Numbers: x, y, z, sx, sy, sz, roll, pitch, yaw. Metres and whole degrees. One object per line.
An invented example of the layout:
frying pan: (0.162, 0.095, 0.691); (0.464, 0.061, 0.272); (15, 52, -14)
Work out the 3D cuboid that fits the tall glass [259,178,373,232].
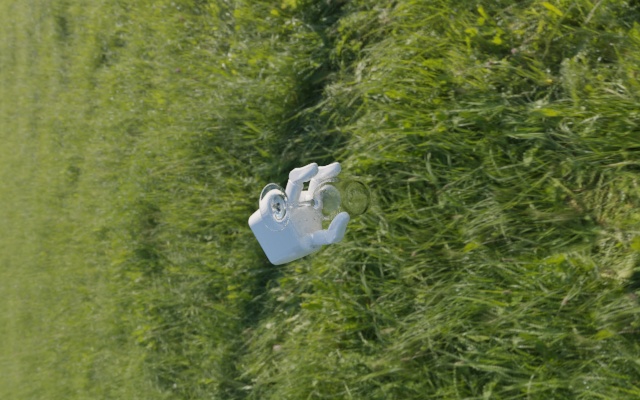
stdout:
tall glass: (0.000, 0.003, 0.796); (0.201, 0.079, 0.079); (-7, 4, -43)
